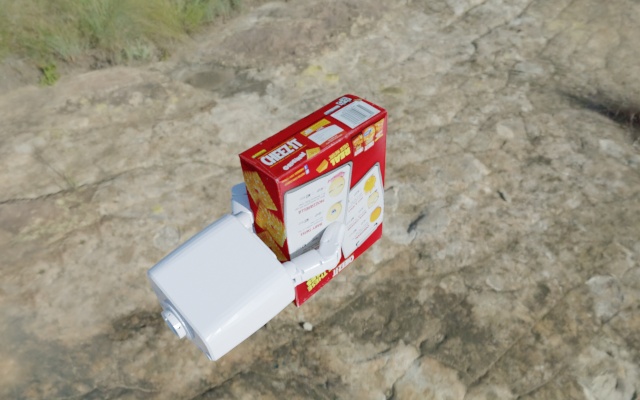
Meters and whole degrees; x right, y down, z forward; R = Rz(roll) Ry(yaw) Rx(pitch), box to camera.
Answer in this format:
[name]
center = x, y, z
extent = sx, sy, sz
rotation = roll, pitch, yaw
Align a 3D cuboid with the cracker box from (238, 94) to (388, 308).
[cracker box]
center = 0.000, 0.002, 0.576
extent = 0.164, 0.214, 0.072
rotation = -35, 52, -28
